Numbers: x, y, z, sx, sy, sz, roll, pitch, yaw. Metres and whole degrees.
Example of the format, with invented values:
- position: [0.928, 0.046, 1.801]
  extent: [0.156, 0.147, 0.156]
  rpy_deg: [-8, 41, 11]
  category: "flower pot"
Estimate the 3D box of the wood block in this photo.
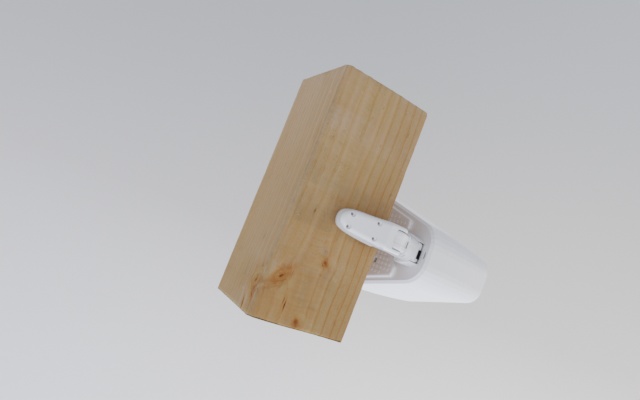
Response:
- position: [0.000, 0.002, 0.416]
  extent: [0.090, 0.206, 0.091]
  rpy_deg: [24, -6, -27]
  category: "wood block"
